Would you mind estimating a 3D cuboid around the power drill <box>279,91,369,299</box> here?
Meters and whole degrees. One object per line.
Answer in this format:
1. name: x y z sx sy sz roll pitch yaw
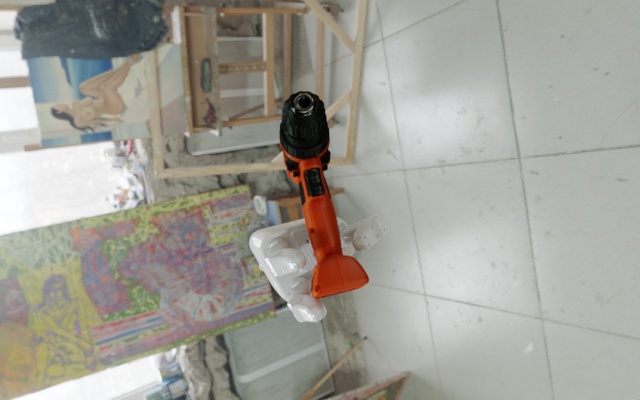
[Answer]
1. power drill: 0.000 0.002 0.490 0.057 0.187 0.184 -12 -14 -3
